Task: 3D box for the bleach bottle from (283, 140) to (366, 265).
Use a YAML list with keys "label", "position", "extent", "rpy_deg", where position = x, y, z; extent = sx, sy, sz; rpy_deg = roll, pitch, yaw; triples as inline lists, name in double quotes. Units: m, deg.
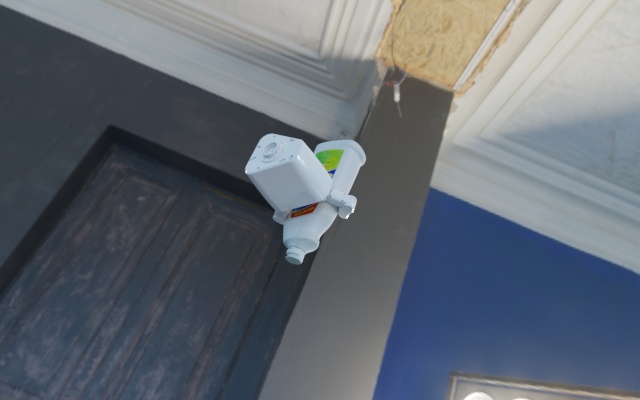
- label: "bleach bottle"
  position: [0.000, 0.003, 0.881]
  extent: [0.102, 0.250, 0.068]
  rpy_deg: [-1, -37, 34]
